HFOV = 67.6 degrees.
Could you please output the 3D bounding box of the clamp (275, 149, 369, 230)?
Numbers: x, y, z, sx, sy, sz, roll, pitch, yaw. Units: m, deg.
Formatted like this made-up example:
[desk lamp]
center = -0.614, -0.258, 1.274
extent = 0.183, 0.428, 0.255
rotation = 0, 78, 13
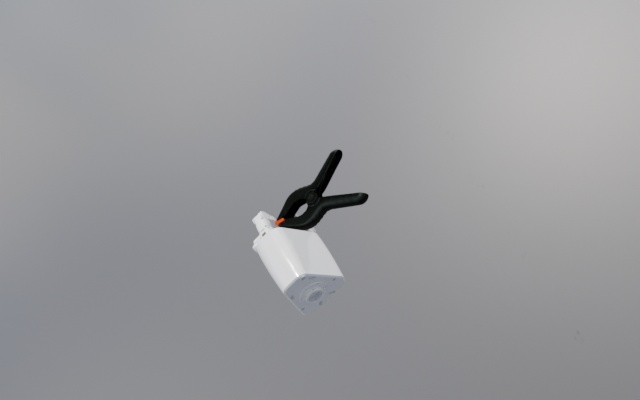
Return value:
[clamp]
center = 0.000, 0.002, 0.821
extent = 0.039, 0.171, 0.120
rotation = 35, 13, -47
